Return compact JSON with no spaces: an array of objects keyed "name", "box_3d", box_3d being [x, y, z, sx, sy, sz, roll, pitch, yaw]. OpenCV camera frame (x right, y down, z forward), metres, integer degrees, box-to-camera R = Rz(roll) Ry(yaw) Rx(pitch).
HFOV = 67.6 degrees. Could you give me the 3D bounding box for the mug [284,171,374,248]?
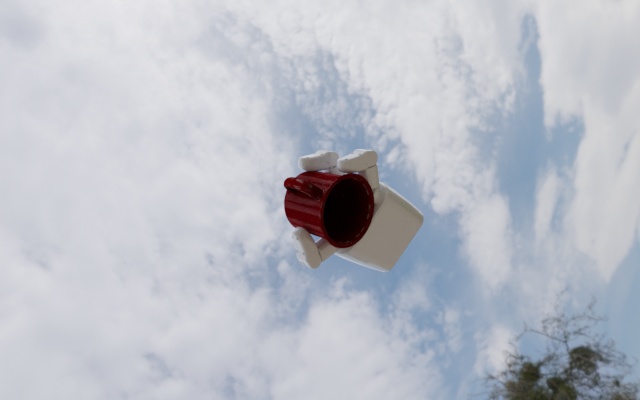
[{"name":"mug","box_3d":[-0.001,0.001,0.598,0.081,0.093,0.117,14,-12,47]}]
